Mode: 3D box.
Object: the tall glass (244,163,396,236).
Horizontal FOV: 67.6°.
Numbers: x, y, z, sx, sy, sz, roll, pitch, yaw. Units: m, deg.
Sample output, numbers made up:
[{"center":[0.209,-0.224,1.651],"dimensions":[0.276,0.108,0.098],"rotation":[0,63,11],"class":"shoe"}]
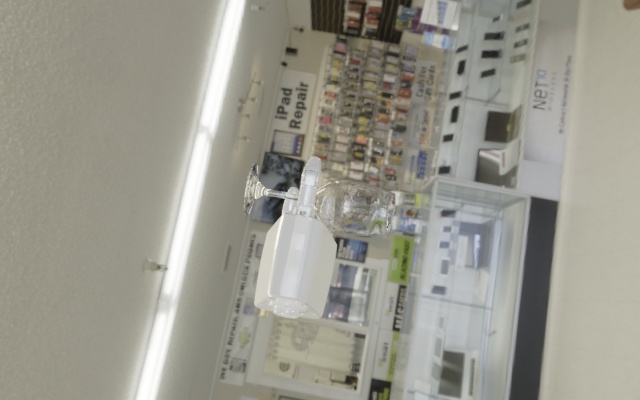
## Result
[{"center":[-0.001,0.002,0.667],"dimensions":[0.201,0.079,0.079],"rotation":[10,0,2],"class":"tall glass"}]
